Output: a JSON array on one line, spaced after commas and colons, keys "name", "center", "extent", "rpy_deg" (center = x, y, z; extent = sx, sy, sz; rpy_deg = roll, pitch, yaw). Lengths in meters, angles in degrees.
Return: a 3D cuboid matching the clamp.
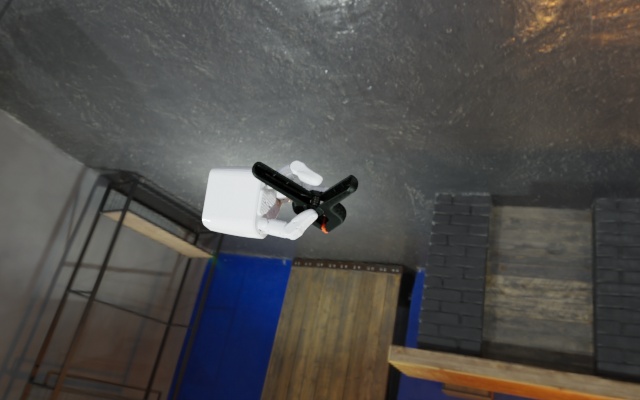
[{"name": "clamp", "center": [0.000, 0.003, 0.775], "extent": [0.164, 0.036, 0.210], "rpy_deg": [7, -24, 23]}]
